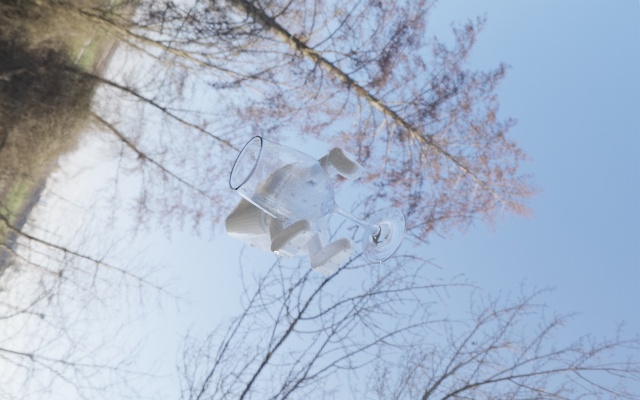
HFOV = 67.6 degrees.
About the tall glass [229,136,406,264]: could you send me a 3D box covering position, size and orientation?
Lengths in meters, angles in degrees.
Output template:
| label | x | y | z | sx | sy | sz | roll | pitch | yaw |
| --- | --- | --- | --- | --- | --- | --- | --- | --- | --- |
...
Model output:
| label | x | y | z | sx | sy | sz | roll | pitch | yaw |
| --- | --- | --- | --- | --- | --- | --- | --- | --- | --- |
| tall glass | 0.001 | 0.002 | 0.535 | 0.201 | 0.079 | 0.079 | 28 | -15 | -29 |
